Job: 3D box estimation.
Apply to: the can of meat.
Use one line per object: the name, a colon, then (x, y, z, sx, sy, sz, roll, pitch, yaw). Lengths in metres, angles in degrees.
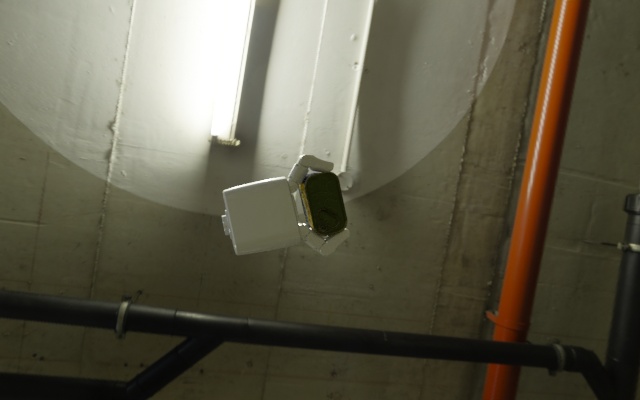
can of meat: (0.000, 0.002, 0.802, 0.057, 0.102, 0.084, -14, 7, -12)
